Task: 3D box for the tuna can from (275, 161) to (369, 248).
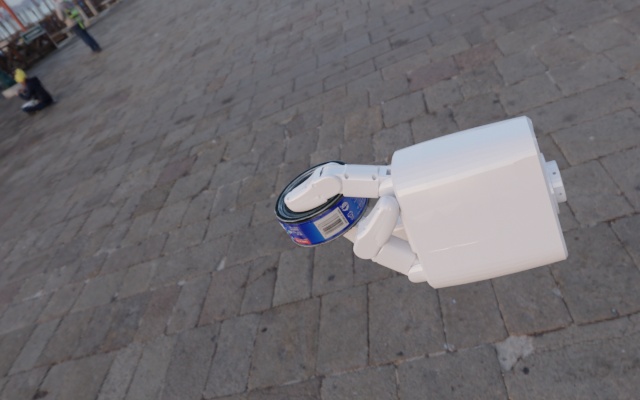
[{"bbox_3d":[0.000,0.001,0.448,0.086,0.034,0.086,-25,32,16],"label":"tuna can"}]
